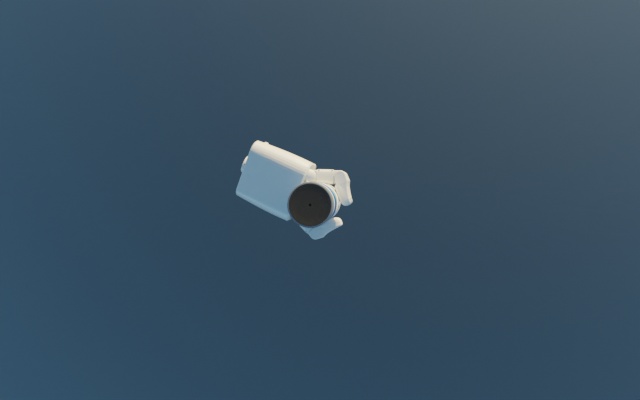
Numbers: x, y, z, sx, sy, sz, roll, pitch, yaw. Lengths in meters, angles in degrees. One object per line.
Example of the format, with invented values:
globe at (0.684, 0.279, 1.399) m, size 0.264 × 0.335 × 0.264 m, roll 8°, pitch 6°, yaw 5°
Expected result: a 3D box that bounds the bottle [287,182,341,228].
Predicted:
bottle at (0.000, 0.003, 0.829) m, size 0.069 × 0.069 × 0.295 m, roll 0°, pitch 1°, yaw 6°
